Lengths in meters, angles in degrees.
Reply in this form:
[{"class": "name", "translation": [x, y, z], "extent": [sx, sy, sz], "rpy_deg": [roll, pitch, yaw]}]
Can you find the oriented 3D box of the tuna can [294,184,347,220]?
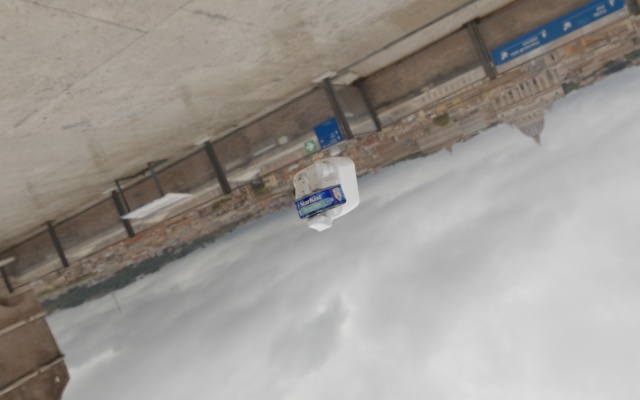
[{"class": "tuna can", "translation": [0.000, 0.003, 0.807], "extent": [0.086, 0.034, 0.086], "rpy_deg": [-20, -4, -1]}]
